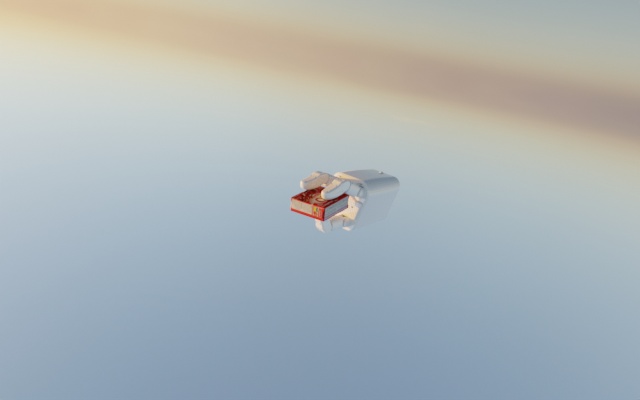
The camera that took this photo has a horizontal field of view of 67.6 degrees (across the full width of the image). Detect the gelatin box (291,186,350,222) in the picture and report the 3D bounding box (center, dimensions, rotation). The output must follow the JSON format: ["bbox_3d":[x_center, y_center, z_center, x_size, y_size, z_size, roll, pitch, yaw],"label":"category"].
[{"bbox_3d":[0.000,0.003,0.873,0.073,0.030,0.089,18,26,29],"label":"gelatin box"}]
